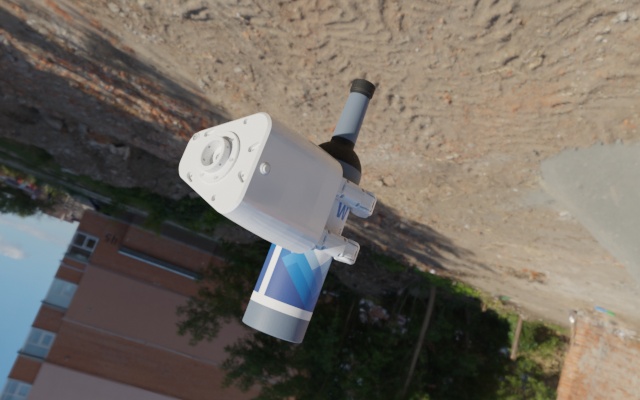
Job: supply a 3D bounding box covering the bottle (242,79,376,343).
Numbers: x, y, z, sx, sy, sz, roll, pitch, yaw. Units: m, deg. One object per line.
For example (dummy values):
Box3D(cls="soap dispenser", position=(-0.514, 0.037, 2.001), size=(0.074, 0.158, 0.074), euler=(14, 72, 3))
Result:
Box3D(cls="bottle", position=(0.000, 0.002, 0.525), size=(0.069, 0.295, 0.069), euler=(20, -10, 4))
